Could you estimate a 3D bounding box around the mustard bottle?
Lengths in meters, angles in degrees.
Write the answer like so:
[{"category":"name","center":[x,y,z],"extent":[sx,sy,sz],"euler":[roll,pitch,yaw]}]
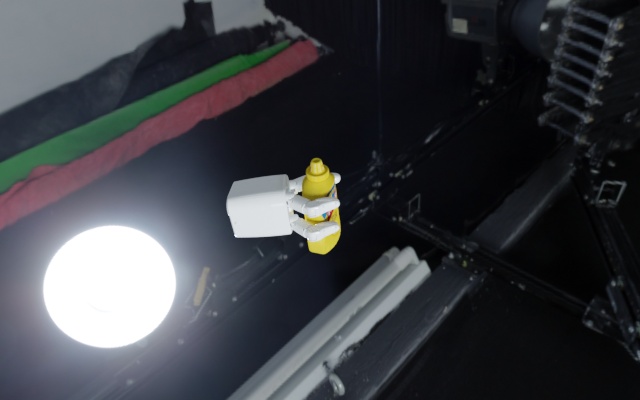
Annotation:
[{"category":"mustard bottle","center":[0.001,0.003,0.895],"extent":[0.058,0.192,0.096],"euler":[11,43,20]}]
